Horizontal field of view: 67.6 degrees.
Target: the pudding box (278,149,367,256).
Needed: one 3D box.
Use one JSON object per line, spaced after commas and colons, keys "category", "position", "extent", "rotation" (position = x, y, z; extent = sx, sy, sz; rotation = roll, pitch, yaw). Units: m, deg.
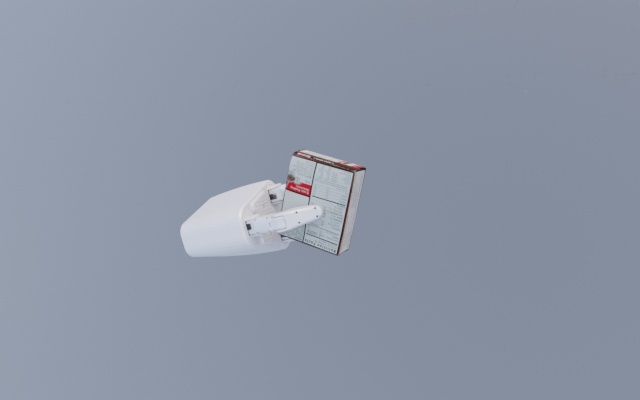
{"category": "pudding box", "position": [0.000, 0.002, 0.595], "extent": [0.090, 0.113, 0.039], "rotation": [18, 20, 21]}
